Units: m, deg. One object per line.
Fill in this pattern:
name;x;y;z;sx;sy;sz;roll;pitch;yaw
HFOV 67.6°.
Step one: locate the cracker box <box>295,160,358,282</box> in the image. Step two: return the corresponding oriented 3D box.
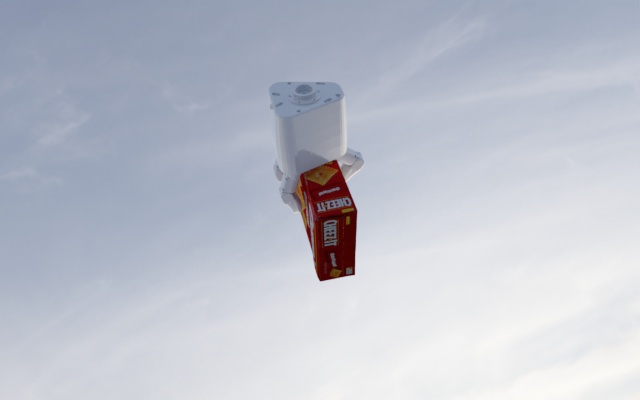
cracker box;0.000;0.002;0.808;0.072;0.213;0.164;-11;-43;-7
